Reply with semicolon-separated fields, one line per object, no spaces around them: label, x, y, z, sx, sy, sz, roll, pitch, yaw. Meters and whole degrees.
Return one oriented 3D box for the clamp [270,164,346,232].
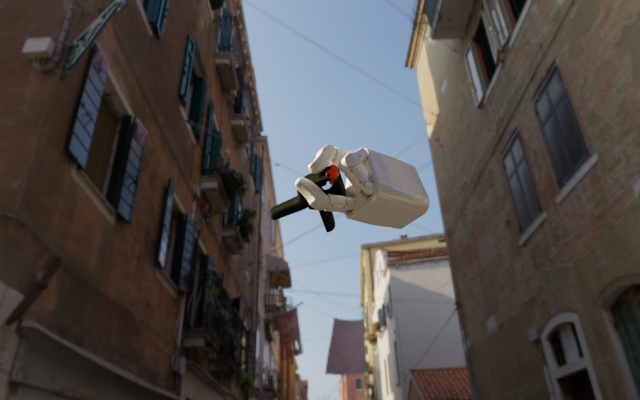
clamp;0.000;0.002;0.806;0.120;0.039;0.171;14;-33;-26
